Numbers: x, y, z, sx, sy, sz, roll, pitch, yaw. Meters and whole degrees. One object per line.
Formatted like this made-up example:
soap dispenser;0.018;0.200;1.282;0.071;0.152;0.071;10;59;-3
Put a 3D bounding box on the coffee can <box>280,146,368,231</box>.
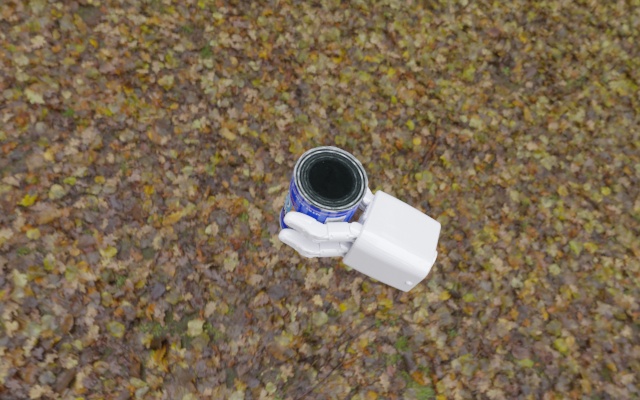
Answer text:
coffee can;0.000;0.002;0.698;0.103;0.102;0.140;0;-28;-13
